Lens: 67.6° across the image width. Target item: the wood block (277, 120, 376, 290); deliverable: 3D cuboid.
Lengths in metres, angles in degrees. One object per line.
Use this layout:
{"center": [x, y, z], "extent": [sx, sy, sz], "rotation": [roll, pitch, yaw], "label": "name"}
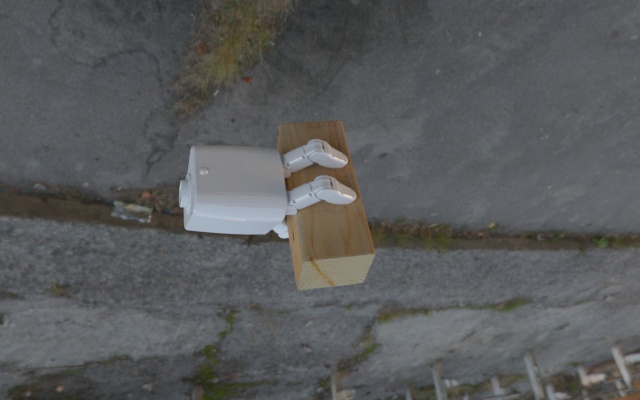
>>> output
{"center": [0.000, 0.002, 0.634], "extent": [0.090, 0.206, 0.091], "rotation": [-5, -31, -10], "label": "wood block"}
